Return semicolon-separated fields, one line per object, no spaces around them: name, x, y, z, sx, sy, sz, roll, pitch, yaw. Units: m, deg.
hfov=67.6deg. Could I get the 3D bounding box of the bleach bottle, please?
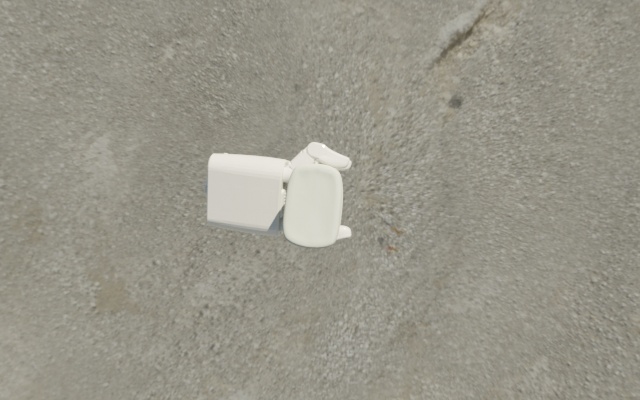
bleach bottle;0.000;0.002;0.675;0.068;0.102;0.251;6;2;4
